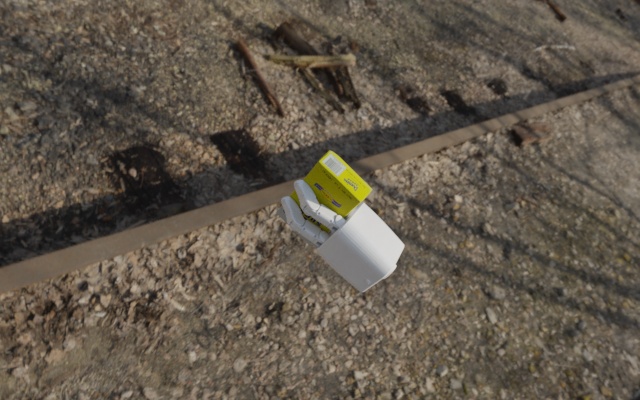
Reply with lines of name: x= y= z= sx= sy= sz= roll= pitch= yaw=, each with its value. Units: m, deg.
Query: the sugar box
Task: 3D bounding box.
sugar box: x=0.000 y=0.003 z=0.801 sx=0.048 sy=0.093 sz=0.176 roll=-44 pitch=-3 yaw=-43
